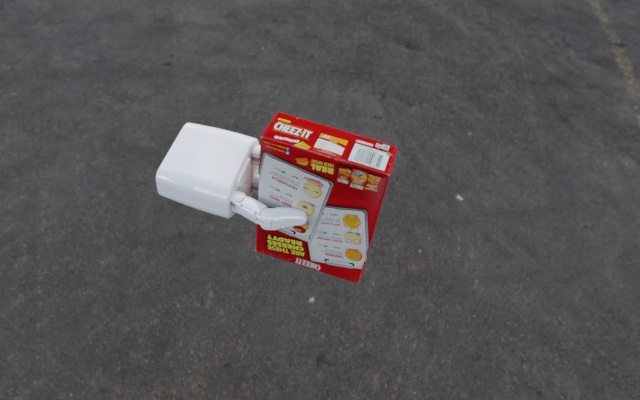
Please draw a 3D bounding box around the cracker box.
[{"bbox_3d":[0.000,0.002,0.653,0.164,0.214,0.072,17,44,8],"label":"cracker box"}]
